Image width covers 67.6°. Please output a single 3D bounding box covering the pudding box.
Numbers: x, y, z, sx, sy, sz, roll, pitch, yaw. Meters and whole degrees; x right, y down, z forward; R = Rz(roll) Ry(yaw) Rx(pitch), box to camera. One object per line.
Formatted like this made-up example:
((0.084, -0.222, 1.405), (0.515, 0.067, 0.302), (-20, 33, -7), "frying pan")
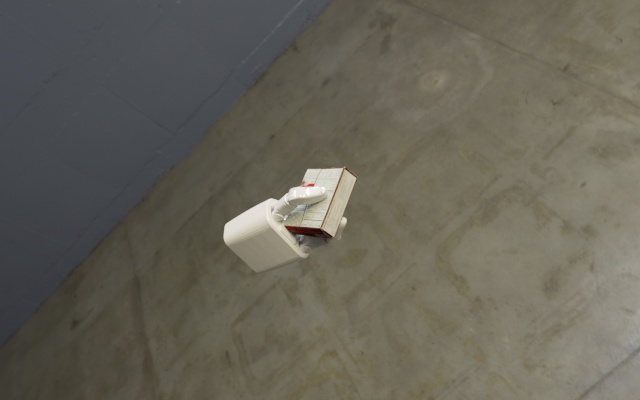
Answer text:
((0.000, 0.002, 0.766), (0.090, 0.113, 0.039), (2, -25, 46), "pudding box")
